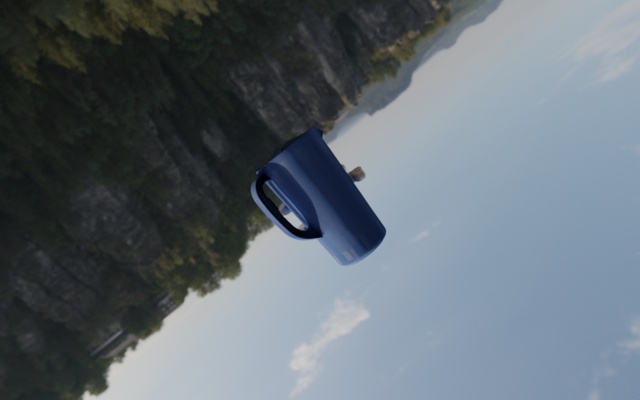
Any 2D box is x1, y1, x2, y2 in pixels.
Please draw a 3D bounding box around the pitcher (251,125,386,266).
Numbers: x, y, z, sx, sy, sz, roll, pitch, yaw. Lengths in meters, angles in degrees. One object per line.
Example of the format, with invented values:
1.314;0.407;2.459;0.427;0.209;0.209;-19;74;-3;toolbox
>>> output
0.000;0.003;0.855;0.149;0.243;0.145;-37;8;14;pitcher
